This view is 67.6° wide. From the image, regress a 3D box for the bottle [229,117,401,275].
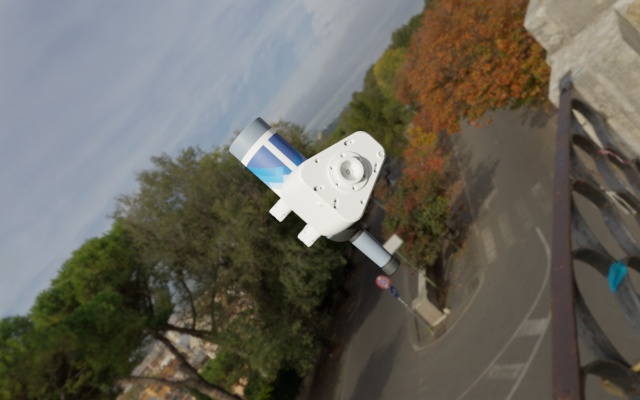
[{"bbox_3d":[0.000,0.002,0.696,0.296,0.069,0.069,42,-3,-3],"label":"bottle"}]
